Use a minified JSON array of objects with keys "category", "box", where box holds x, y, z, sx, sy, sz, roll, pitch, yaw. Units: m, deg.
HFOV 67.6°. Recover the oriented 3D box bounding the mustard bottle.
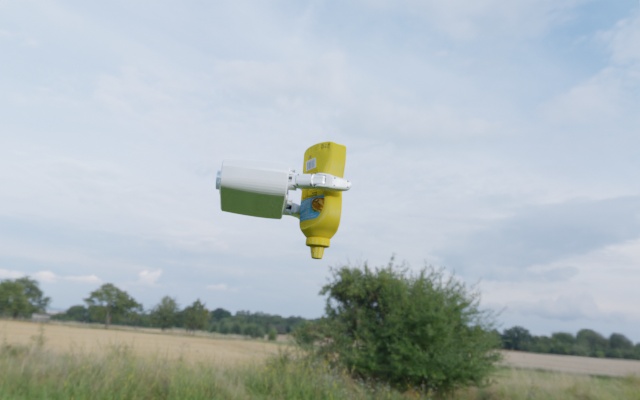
[{"category":"mustard bottle","box":[0.000,0.002,0.805,0.058,0.191,0.096,13,-16,-31]}]
